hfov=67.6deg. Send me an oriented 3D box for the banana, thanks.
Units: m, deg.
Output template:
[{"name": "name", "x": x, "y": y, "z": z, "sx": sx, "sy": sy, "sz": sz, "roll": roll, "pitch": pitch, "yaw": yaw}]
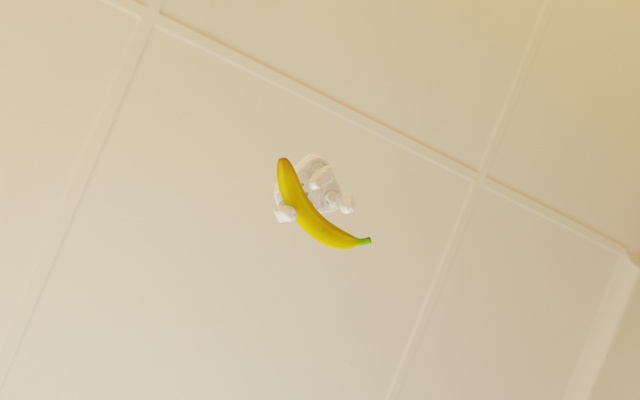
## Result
[{"name": "banana", "x": -0.010, "y": 0.018, "z": 0.767, "sx": 0.198, "sy": 0.069, "sz": 0.037, "roll": 43, "pitch": 14, "yaw": -10}]
